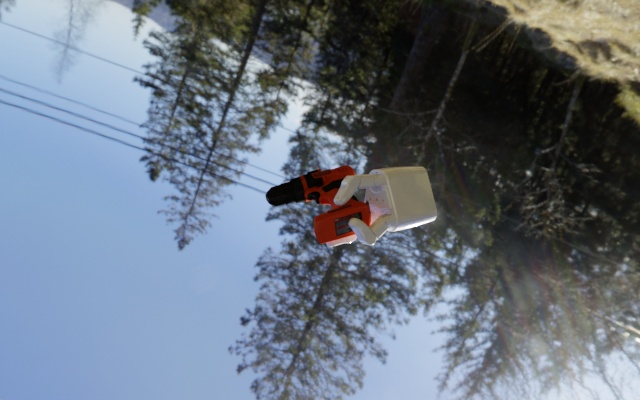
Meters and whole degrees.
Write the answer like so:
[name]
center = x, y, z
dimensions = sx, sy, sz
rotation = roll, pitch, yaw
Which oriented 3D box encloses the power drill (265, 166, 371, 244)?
[power drill]
center = 0.001, 0.003, 0.891
dimensions = 0.184, 0.057, 0.187
rotation = -17, 33, -9
